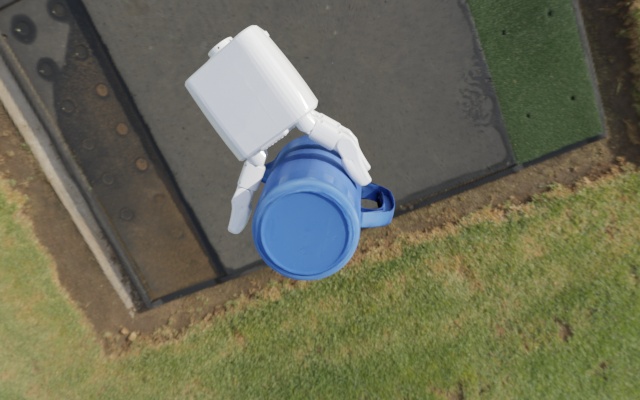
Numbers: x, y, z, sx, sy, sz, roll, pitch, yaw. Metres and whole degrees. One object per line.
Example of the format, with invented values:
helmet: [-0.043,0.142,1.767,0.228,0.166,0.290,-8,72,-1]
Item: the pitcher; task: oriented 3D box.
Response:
pitcher: [0.000,0.002,0.578,0.149,0.145,0.242,-33,12,10]
